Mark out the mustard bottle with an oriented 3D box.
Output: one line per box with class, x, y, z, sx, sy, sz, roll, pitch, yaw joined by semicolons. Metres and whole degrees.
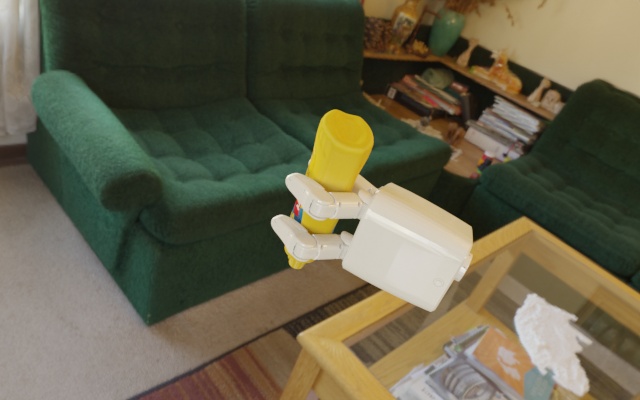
mustard bottle;0.000;0.001;0.536;0.058;0.192;0.096;15;31;-9
